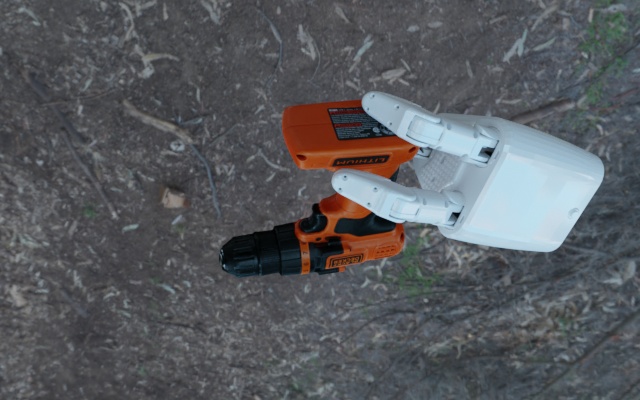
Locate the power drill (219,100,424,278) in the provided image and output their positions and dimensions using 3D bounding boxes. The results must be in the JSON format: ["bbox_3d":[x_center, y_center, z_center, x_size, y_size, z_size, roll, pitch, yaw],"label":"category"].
[{"bbox_3d":[0.000,0.001,0.419,0.184,0.057,0.188,-9,-36,-14],"label":"power drill"}]
